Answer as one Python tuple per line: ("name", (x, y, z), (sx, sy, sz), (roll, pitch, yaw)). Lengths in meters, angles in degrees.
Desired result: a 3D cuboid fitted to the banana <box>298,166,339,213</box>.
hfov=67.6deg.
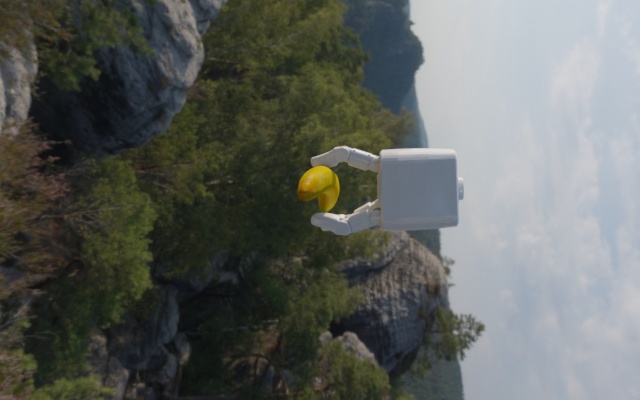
("banana", (0.002, -0.015, 0.689), (0.037, 0.069, 0.198), (4, -11, 11))
